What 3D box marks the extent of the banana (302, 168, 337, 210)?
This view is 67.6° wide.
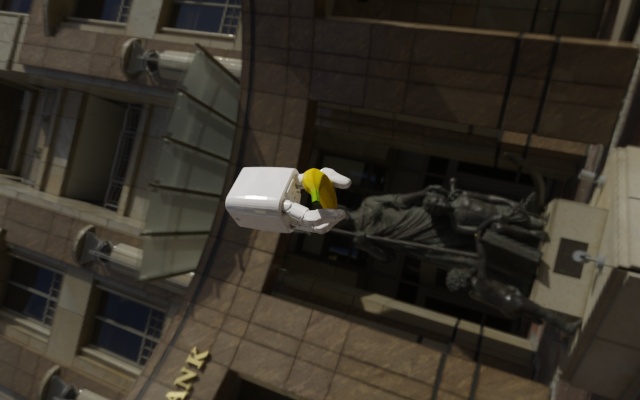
[{"bbox_3d":[-0.001,-0.016,0.825,0.037,0.069,0.198,-4,-7,11],"label":"banana"}]
